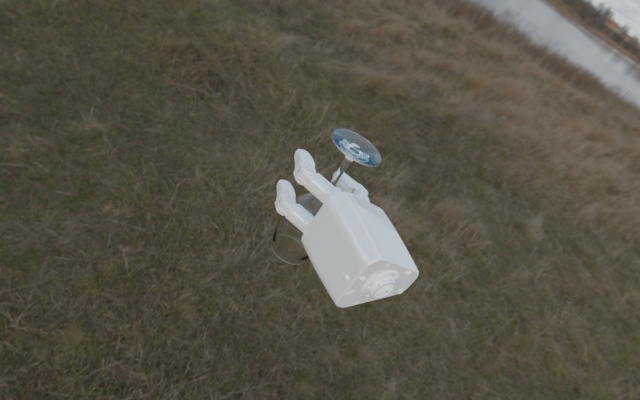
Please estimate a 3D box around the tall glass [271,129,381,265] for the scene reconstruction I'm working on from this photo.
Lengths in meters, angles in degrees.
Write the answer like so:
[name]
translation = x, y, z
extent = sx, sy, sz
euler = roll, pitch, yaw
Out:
[tall glass]
translation = 0.000, 0.002, 0.663
extent = 0.079, 0.201, 0.079
euler = 23, 33, -16
